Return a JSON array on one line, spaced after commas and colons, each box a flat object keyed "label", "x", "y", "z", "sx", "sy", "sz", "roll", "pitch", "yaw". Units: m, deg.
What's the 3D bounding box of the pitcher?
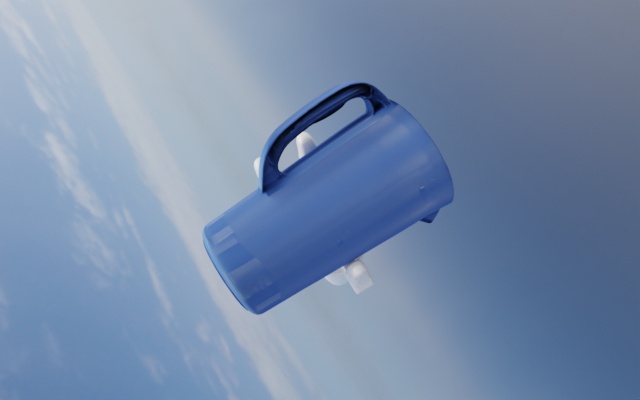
[{"label": "pitcher", "x": 0.000, "y": 0.002, "z": 0.497, "sx": 0.243, "sy": 0.149, "sz": 0.145, "roll": -33, "pitch": -18, "yaw": -6}]
